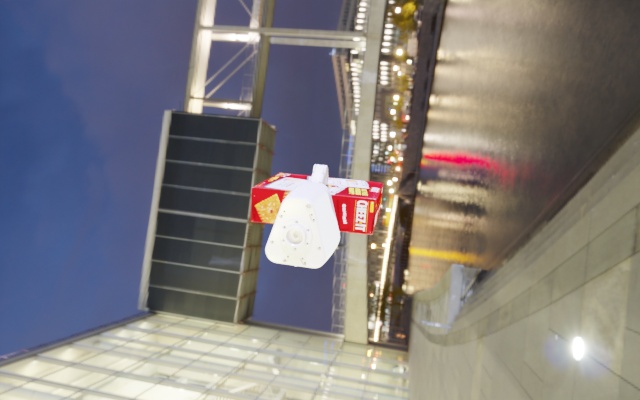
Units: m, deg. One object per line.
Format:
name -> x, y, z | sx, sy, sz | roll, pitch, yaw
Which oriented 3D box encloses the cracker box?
cracker box -> 0.000, 0.003, 0.873 | 0.213, 0.072, 0.164 | 6, 13, 10
